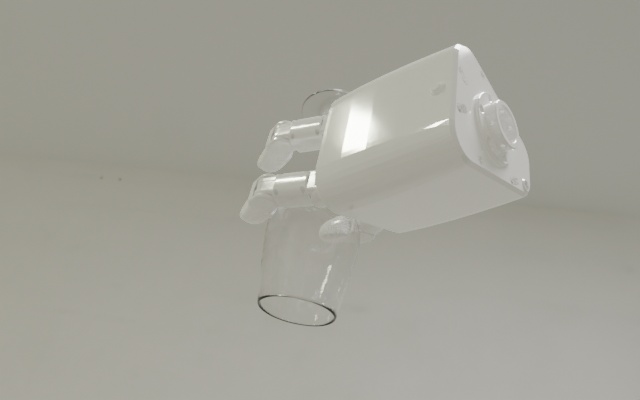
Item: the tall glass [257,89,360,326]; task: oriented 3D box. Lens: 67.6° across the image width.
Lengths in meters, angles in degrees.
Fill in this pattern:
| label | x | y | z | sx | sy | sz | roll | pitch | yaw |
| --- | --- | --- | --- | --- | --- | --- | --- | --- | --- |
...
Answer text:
| label | x | y | z | sx | sy | sz | roll | pitch | yaw |
| --- | --- | --- | --- | --- | --- | --- | --- | --- | --- |
| tall glass | 0.000 | 0.001 | 0.413 | 0.079 | 0.201 | 0.079 | 9 | -31 | 6 |
